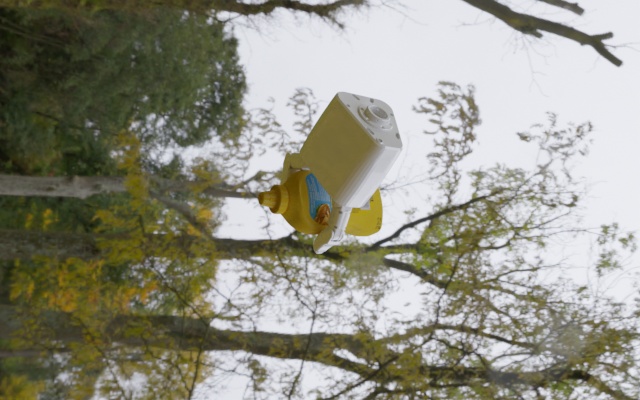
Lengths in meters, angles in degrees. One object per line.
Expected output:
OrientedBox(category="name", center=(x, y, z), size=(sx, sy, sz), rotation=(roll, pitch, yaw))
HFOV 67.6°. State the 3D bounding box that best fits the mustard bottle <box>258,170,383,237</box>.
OrientedBox(category="mustard bottle", center=(0.000, 0.002, 0.695), size=(0.191, 0.096, 0.058), rotation=(4, -19, -32))
